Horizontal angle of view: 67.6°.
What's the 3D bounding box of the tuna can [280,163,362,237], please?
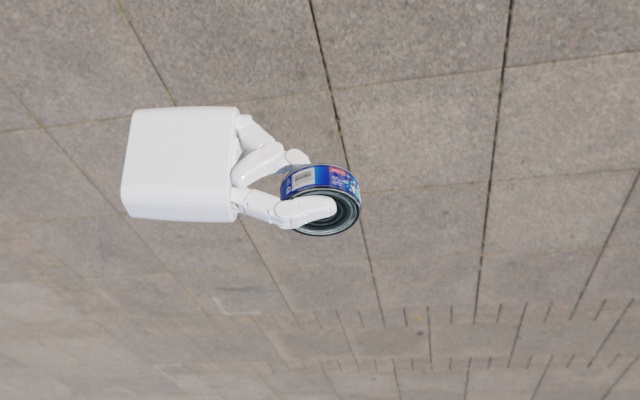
[{"bbox_3d":[0.000,0.002,0.501,0.086,0.033,0.086,-2,-39,-1],"label":"tuna can"}]
